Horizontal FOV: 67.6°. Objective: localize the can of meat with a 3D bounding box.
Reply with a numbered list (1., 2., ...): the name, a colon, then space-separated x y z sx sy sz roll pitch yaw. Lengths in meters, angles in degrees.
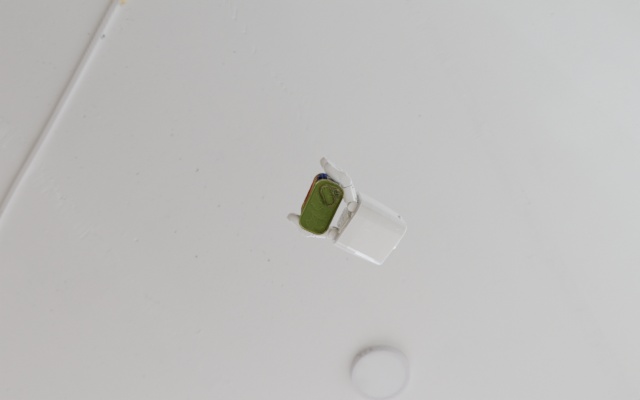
1. can of meat: 0.000 0.003 0.897 0.057 0.102 0.084 24 12 -7
